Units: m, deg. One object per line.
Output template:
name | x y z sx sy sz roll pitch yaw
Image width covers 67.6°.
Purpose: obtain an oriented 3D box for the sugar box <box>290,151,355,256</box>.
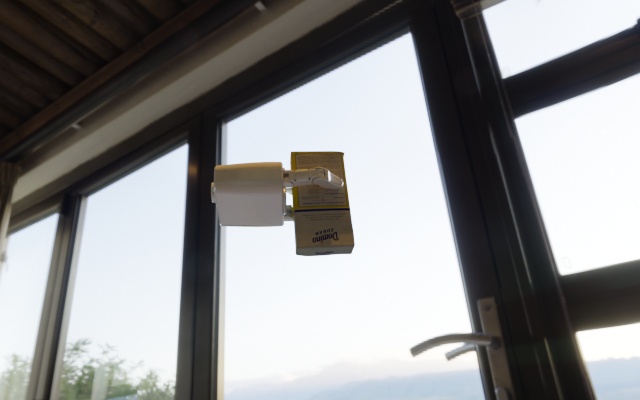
sugar box | 0.000 0.003 0.783 0.093 0.176 0.048 -1 -25 -6
